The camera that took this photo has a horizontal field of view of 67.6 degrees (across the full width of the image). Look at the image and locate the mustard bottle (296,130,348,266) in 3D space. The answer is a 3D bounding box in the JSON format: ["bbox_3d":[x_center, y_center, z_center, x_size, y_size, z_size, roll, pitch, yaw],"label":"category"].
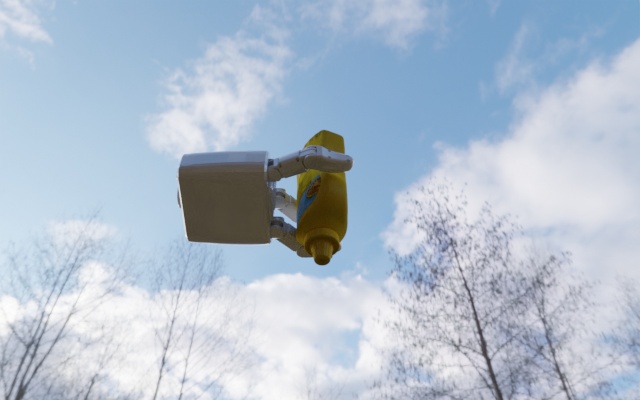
[{"bbox_3d":[0.000,0.002,0.597,0.058,0.191,0.096,18,-50,-17],"label":"mustard bottle"}]
